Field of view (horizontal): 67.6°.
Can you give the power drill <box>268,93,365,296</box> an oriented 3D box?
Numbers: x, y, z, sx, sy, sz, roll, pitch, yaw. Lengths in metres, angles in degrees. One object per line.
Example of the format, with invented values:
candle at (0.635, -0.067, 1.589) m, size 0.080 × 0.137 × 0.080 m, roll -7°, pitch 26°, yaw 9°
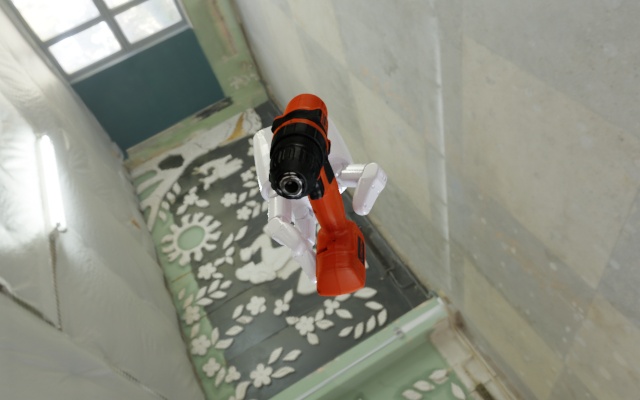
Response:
power drill at (0.000, 0.002, 0.478) m, size 0.057 × 0.188 × 0.184 m, roll -10°, pitch 29°, yaw 10°
